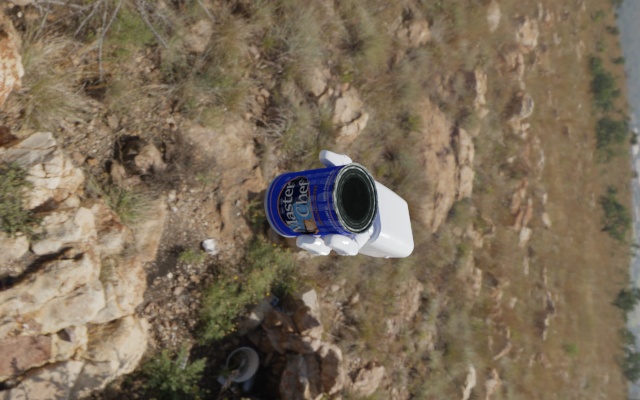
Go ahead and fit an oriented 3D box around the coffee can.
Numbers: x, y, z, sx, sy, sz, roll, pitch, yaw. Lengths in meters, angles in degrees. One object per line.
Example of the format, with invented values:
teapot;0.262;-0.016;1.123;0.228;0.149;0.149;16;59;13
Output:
coffee can;0.000;0.002;0.715;0.140;0.103;0.103;-5;-4;42
